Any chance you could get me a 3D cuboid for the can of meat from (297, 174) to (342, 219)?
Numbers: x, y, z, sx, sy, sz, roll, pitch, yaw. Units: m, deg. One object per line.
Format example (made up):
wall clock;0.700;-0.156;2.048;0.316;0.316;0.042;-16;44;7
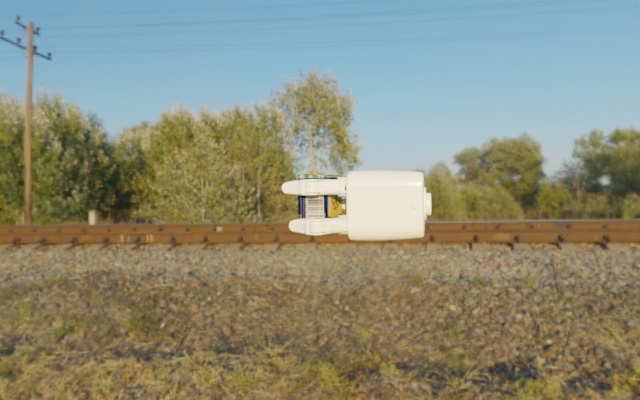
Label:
can of meat;0.000;0.002;0.733;0.057;0.084;0.102;0;1;16
